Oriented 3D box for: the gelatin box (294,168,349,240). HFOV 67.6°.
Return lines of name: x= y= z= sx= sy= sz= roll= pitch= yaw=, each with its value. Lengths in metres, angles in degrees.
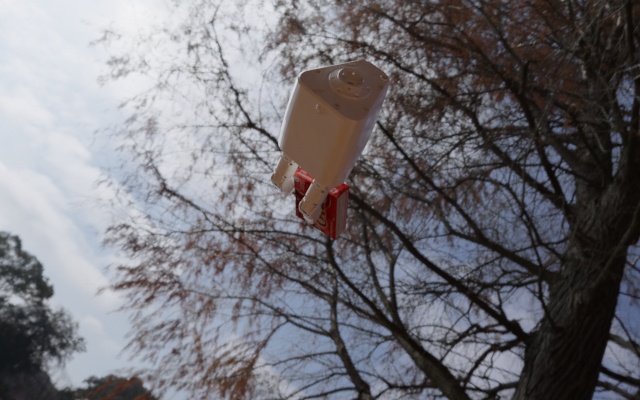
gelatin box: x=0.000 y=0.002 z=0.652 sx=0.073 sy=0.089 sz=0.030 roll=31 pitch=54 yaw=25
